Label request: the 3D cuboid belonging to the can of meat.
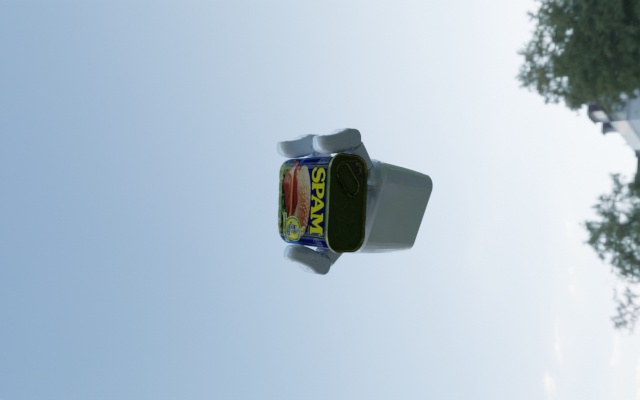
[{"bbox_3d":[0.000,0.002,0.517,0.057,0.102,0.084,3,0,-44],"label":"can of meat"}]
